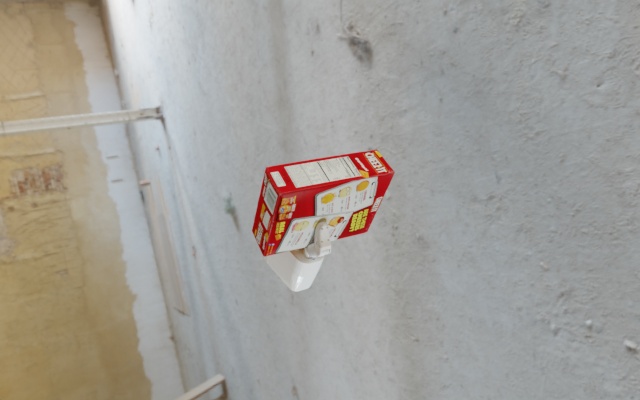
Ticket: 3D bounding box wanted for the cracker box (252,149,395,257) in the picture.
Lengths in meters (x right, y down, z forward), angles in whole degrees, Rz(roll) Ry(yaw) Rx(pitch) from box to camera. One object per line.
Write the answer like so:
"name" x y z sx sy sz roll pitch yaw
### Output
"cracker box" 0.000 0.003 0.820 0.213 0.072 0.164 -12 -37 -27
